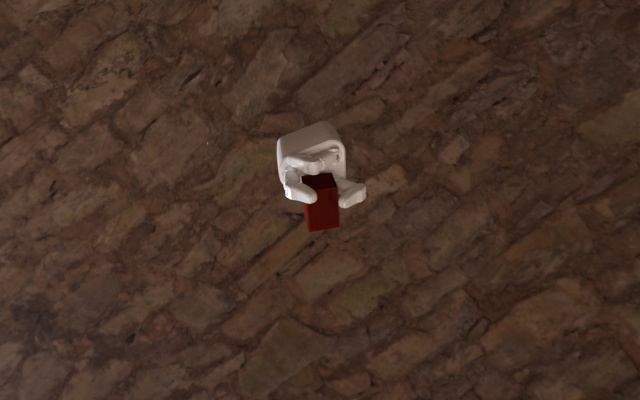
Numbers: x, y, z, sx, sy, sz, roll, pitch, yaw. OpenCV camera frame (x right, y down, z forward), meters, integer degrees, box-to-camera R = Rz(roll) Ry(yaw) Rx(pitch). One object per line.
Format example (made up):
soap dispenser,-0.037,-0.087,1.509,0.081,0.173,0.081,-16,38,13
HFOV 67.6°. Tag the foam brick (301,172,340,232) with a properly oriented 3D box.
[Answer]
foam brick,0.000,0.003,0.772,0.053,0.078,0.051,-7,30,-7
